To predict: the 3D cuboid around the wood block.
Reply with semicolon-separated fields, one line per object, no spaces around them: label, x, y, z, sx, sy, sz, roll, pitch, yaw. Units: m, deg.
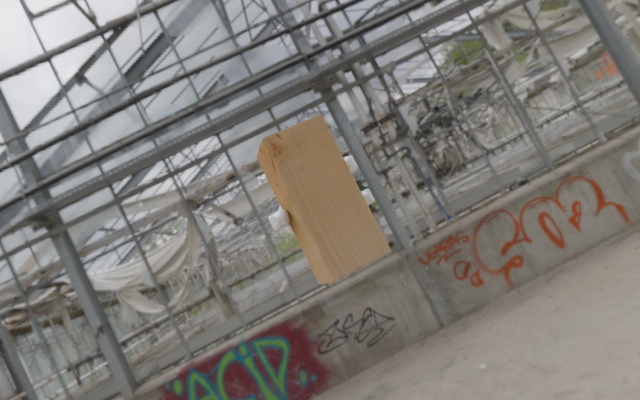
wood block;0.000;0.002;0.659;0.091;0.206;0.090;-26;-5;-18
